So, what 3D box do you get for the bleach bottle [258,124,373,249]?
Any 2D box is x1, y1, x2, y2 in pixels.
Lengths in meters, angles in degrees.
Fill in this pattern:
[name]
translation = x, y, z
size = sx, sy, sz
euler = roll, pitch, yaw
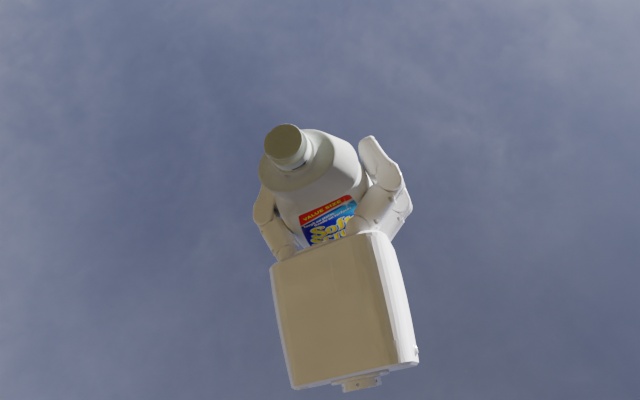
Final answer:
[bleach bottle]
translation = 0.000, 0.001, 0.448
size = 0.102, 0.068, 0.251
euler = -16, -23, 11
